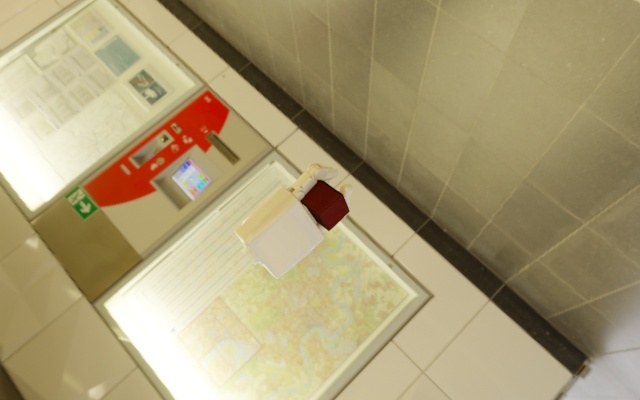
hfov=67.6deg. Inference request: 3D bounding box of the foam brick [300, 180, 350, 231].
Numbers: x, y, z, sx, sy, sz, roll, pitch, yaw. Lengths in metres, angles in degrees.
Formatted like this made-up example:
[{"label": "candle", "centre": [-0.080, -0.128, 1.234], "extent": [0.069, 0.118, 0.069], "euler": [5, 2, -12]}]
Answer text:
[{"label": "foam brick", "centre": [0.000, 0.003, 0.782], "extent": [0.078, 0.051, 0.053], "euler": [37, -16, 37]}]
